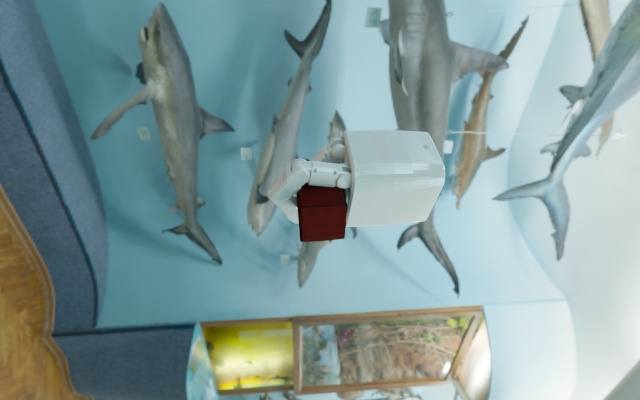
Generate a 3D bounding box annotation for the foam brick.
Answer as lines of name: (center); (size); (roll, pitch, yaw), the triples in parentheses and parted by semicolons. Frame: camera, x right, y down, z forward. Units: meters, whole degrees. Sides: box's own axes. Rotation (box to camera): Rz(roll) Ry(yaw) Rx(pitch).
foam brick: (0.000, 0.002, 0.548); (0.051, 0.053, 0.078); (-1, 41, -6)
